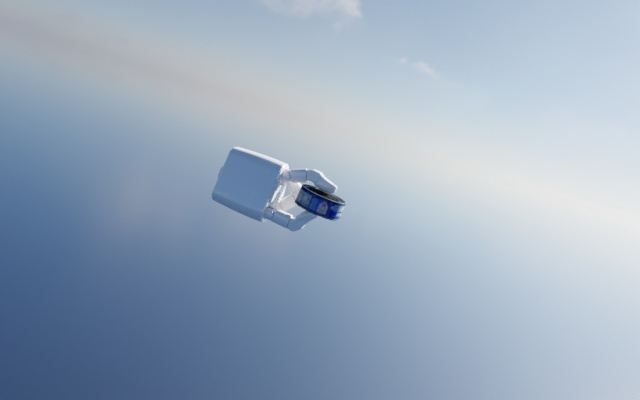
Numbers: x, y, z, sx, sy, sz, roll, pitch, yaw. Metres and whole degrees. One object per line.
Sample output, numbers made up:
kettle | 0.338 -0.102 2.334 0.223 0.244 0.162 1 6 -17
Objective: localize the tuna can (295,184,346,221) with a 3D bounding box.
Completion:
tuna can | 0.000 0.002 0.838 0.086 0.034 0.086 22 10 -4
